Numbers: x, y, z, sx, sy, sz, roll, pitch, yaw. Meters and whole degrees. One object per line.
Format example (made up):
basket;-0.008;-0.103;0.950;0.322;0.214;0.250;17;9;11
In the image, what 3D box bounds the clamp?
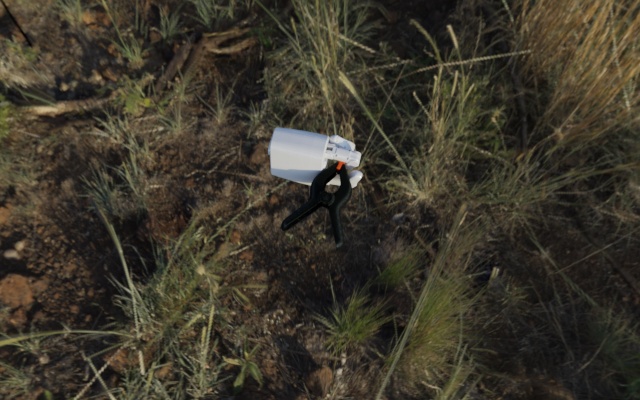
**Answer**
clamp;0.000;0.003;0.890;0.120;0.171;0.039;13;-23;3
